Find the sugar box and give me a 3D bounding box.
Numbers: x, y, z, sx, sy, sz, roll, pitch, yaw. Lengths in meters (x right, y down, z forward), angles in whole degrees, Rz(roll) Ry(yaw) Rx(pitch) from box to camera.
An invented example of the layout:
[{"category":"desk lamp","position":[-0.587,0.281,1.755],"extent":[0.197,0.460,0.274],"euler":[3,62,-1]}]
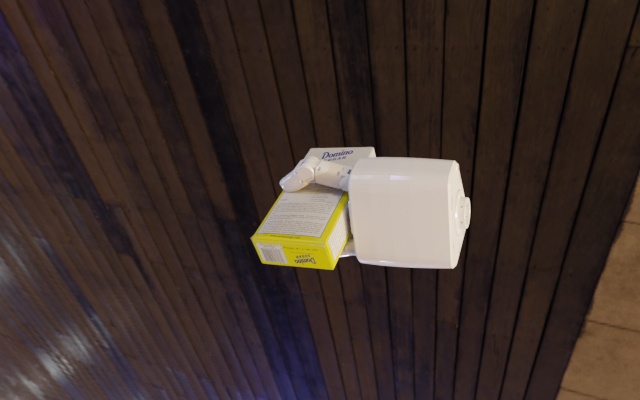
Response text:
[{"category":"sugar box","position":[0.000,0.002,0.565],"extent":[0.093,0.048,0.176],"euler":[2,38,27]}]
